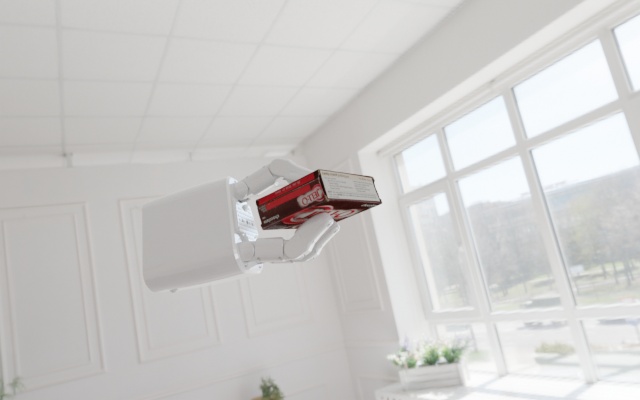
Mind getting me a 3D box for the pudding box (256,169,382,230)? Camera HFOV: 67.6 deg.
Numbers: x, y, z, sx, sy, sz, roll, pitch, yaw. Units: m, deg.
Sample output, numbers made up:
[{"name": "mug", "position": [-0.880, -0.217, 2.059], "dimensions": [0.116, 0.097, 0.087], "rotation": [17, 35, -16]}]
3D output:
[{"name": "pudding box", "position": [0.000, 0.002, 0.520], "dimensions": [0.090, 0.039, 0.113], "rotation": [-23, -13, 33]}]
